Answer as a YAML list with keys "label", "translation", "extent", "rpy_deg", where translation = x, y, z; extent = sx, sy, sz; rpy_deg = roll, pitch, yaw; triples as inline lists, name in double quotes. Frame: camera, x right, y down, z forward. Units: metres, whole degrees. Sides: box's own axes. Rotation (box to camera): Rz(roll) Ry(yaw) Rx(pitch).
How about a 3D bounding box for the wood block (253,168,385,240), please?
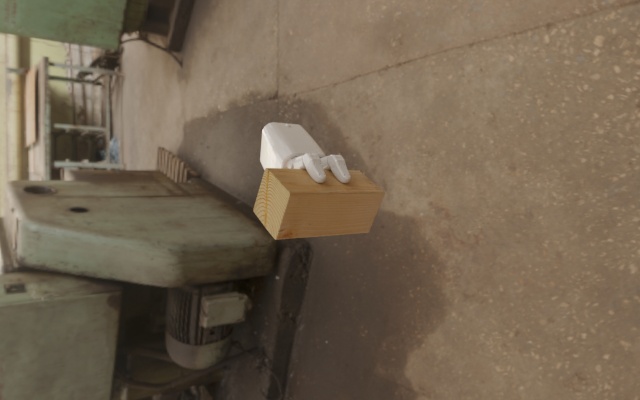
- label: "wood block"
  translation: [0.000, 0.003, 0.845]
  extent: [0.206, 0.091, 0.090]
  rpy_deg: [-1, 33, -37]
